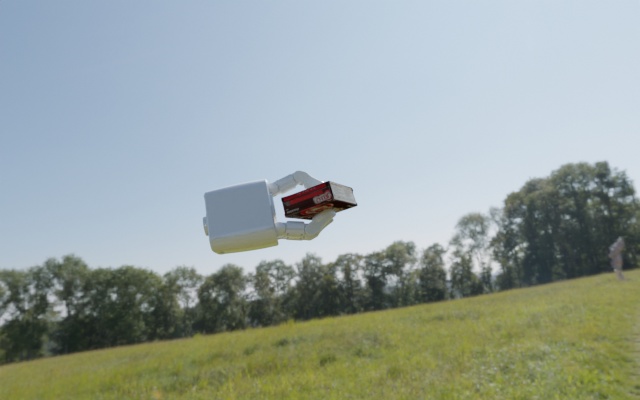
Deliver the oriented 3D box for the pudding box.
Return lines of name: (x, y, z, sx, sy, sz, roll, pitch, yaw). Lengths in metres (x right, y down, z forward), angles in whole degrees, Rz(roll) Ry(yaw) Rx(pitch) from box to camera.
pudding box: (0.000, 0.002, 0.796, 0.090, 0.039, 0.113, -18, -10, 22)
